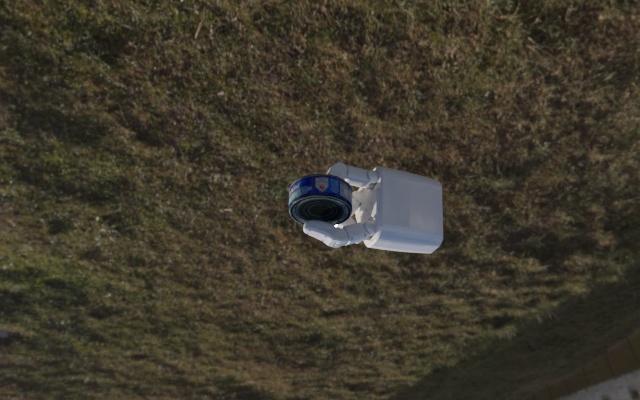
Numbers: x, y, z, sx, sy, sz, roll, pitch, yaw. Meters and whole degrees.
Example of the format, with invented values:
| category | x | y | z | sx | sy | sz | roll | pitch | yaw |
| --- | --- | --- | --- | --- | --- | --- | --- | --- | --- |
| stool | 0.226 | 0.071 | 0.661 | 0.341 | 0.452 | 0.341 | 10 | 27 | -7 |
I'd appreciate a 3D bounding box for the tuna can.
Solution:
| category | x | y | z | sx | sy | sz | roll | pitch | yaw |
| --- | --- | --- | --- | --- | --- | --- | --- | --- | --- |
| tuna can | 0.000 | 0.003 | 0.636 | 0.086 | 0.033 | 0.086 | 1 | -32 | 0 |
